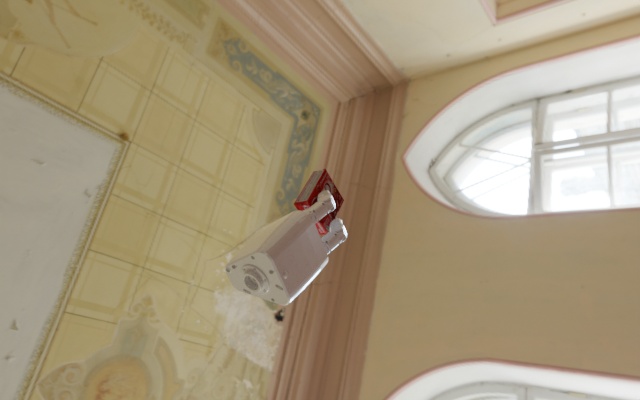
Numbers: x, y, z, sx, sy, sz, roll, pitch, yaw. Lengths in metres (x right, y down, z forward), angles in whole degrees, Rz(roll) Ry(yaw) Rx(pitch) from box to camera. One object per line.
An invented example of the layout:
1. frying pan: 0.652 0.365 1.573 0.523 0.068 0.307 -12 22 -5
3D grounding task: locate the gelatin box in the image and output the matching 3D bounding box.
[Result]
1. gelatin box: 0.000 0.002 0.804 0.030 0.073 0.089 -10 35 34
